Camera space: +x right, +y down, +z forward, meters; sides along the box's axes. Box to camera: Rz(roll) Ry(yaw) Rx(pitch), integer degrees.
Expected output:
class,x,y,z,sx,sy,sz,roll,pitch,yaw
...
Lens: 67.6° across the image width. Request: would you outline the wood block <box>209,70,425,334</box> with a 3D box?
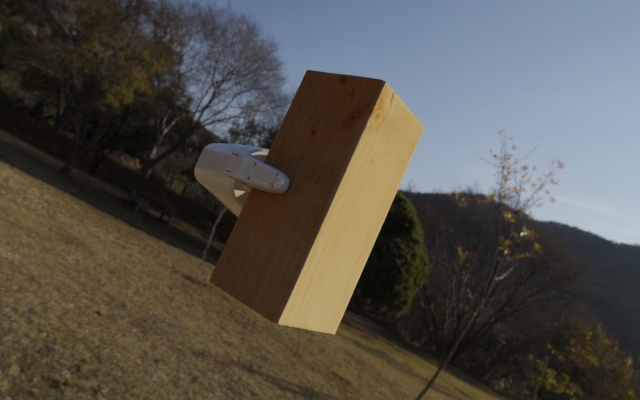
class,x,y,z,sx,sy,sz,roll,pitch,yaw
wood block,0.000,0.001,0.425,0.090,0.206,0.091,20,-6,39
